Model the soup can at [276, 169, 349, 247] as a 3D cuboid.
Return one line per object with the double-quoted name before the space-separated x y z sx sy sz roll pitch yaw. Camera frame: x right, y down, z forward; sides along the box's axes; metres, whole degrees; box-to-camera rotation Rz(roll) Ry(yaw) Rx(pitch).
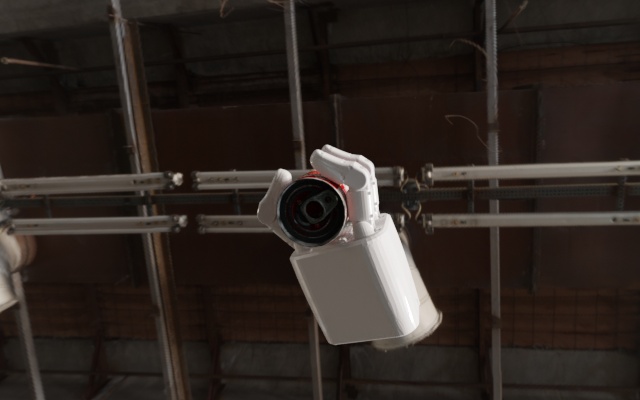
"soup can" 0.000 0.001 0.500 0.068 0.068 0.102 0 12 11
